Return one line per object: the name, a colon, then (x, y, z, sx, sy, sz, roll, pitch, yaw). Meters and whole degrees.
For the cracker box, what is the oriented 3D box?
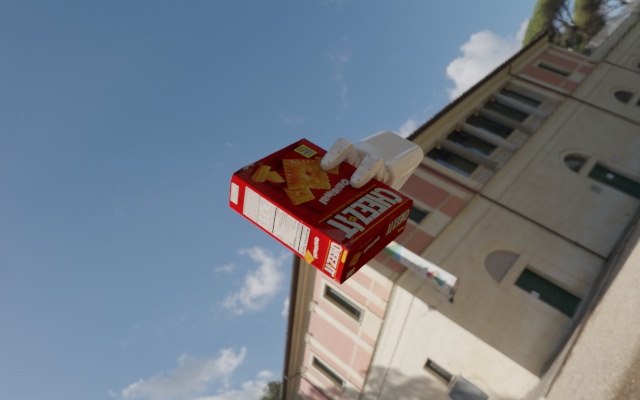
cracker box: (0.000, 0.002, 0.694, 0.213, 0.072, 0.164, 32, 41, 25)
